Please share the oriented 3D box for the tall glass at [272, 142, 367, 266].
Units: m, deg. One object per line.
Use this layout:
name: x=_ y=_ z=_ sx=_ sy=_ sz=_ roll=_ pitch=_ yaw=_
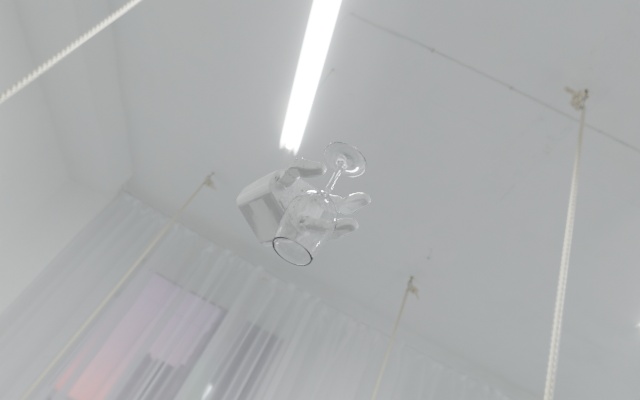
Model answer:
tall glass: x=0.000 y=0.002 z=0.721 sx=0.079 sy=0.079 sz=0.201 roll=0 pitch=44 yaw=34
